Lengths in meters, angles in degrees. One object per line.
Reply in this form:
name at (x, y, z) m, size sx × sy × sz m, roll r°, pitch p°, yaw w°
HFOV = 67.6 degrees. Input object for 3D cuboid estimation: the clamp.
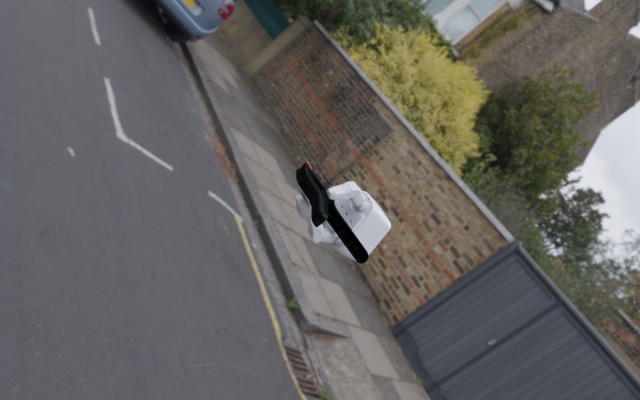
clamp at (0.001, 0.002, 0.817) m, size 0.036 × 0.210 × 0.165 m, roll -36°, pitch -35°, yaw 8°
